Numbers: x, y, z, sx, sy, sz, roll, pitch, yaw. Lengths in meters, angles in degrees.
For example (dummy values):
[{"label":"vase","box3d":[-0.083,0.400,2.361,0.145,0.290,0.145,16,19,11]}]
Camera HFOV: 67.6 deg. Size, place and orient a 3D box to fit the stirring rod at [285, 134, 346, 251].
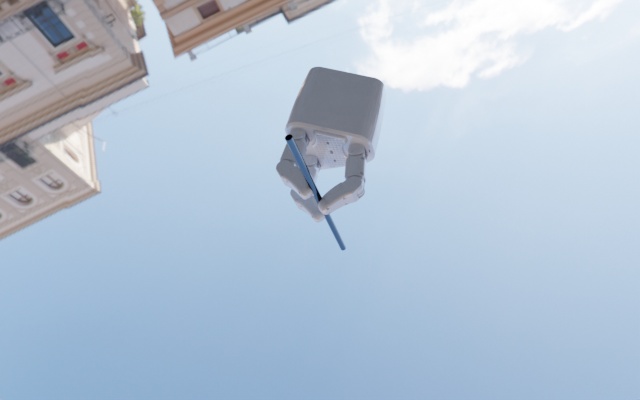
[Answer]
[{"label":"stirring rod","box3d":[0.000,0.002,0.569,0.011,0.011,0.240,0,-32,18]}]
